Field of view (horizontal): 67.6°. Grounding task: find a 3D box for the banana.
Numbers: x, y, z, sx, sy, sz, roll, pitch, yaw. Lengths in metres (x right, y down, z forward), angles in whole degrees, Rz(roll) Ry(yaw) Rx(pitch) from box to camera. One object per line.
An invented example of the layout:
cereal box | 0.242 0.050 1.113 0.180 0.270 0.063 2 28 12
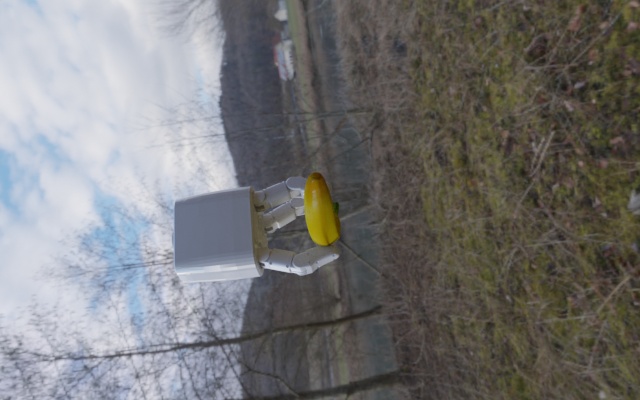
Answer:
banana | 0.003 0.021 0.592 0.037 0.069 0.198 -7 -11 5
